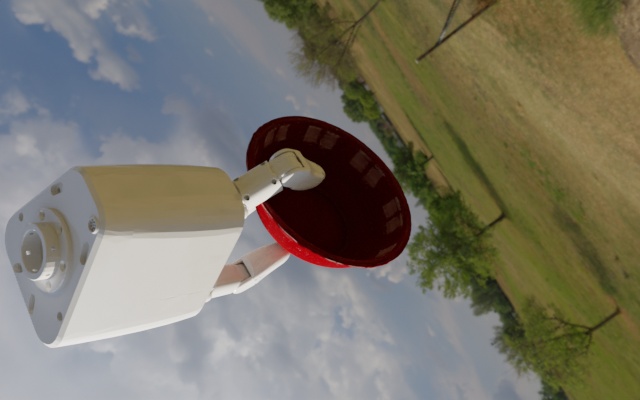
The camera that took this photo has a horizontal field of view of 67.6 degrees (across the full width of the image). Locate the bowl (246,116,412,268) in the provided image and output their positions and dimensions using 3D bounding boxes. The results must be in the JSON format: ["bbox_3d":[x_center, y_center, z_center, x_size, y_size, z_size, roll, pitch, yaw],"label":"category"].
[{"bbox_3d":[0.001,0.002,0.427,0.162,0.162,0.055,0,-36,-36],"label":"bowl"}]
